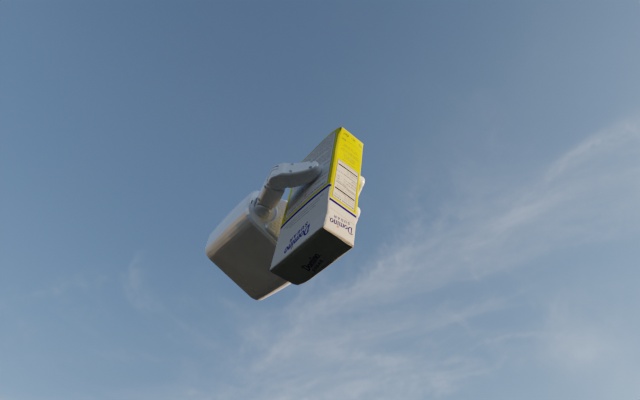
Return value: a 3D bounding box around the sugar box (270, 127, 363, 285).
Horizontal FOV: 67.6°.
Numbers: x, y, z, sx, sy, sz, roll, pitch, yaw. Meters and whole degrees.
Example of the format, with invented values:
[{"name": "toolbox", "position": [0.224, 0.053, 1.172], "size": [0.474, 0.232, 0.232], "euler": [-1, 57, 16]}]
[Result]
[{"name": "sugar box", "position": [0.000, 0.002, 0.536], "size": [0.048, 0.176, 0.093], "euler": [33, -51, -22]}]
